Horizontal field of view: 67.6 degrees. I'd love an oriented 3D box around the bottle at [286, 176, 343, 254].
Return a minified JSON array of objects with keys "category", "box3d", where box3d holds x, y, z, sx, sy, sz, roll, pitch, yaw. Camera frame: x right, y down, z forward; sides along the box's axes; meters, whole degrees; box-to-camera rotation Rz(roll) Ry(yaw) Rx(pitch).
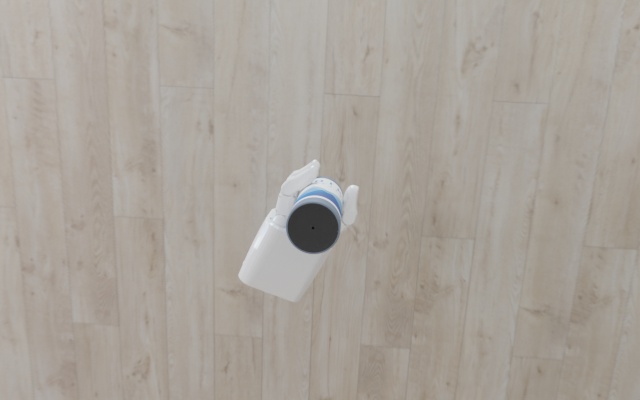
[{"category":"bottle","box3d":[0.000,0.002,0.717,0.069,0.069,0.295,0,12,4]}]
